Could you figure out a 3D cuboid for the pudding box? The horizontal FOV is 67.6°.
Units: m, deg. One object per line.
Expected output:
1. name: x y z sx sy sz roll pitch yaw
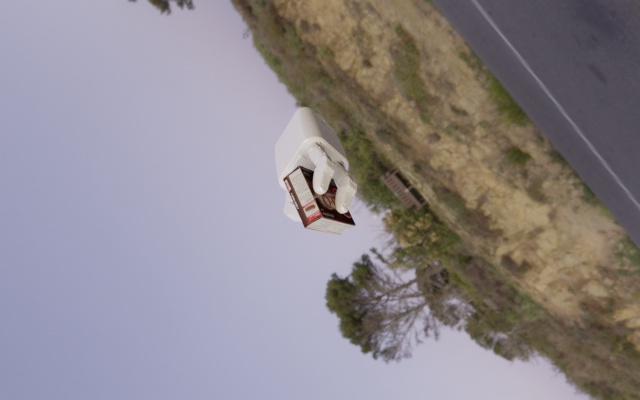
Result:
1. pudding box: 0.000 0.002 0.729 0.039 0.090 0.113 -35 -23 22
